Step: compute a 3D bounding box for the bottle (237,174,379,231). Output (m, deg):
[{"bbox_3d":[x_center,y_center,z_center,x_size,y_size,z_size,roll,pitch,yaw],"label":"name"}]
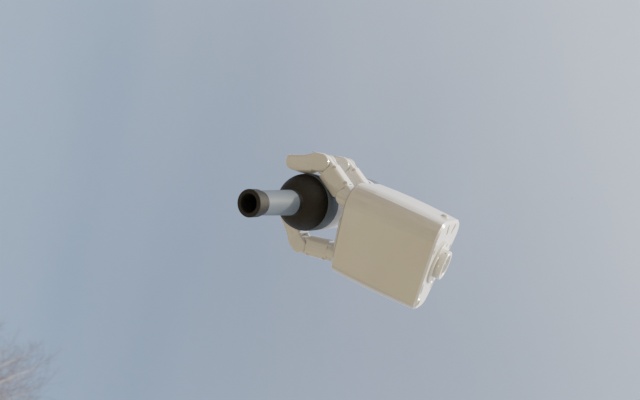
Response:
[{"bbox_3d":[0.000,0.002,0.582,0.069,0.069,0.296,0,0,28],"label":"bottle"}]
